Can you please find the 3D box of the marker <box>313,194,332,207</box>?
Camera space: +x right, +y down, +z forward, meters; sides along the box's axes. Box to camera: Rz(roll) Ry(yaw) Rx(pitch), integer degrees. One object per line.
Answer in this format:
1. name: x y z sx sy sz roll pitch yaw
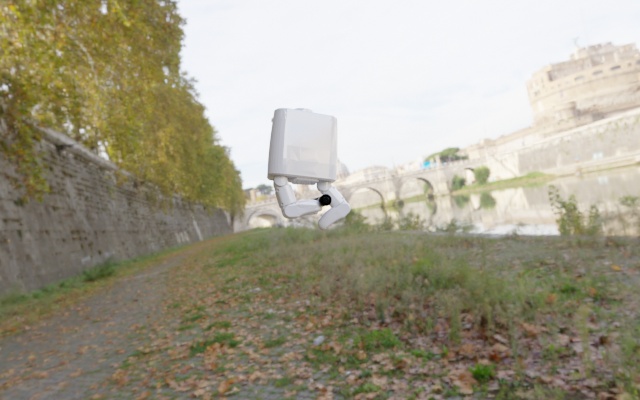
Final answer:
1. marker: 0.000 0.003 0.782 0.020 0.020 0.121 0 -4 -8
